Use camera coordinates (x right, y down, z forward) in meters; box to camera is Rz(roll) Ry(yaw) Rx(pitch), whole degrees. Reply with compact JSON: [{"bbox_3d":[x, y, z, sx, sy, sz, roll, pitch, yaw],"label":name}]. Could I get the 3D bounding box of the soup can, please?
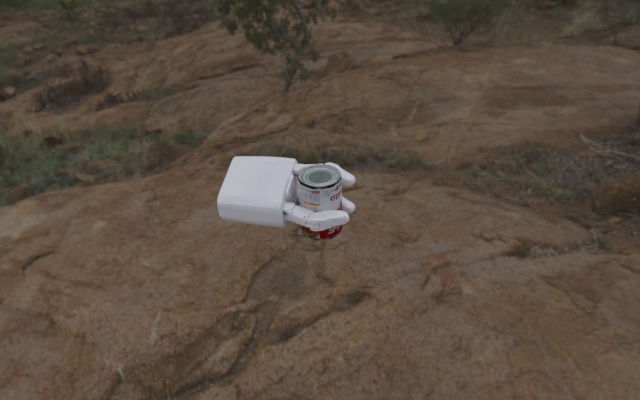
[{"bbox_3d":[0.001,0.002,0.747,0.068,0.102,0.068,-1,36,1],"label":"soup can"}]
